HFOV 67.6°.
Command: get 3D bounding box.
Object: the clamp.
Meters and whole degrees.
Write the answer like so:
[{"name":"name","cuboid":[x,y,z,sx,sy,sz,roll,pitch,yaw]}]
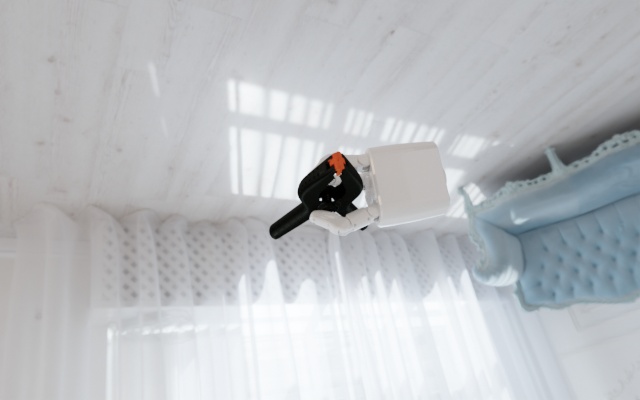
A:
[{"name":"clamp","cuboid":[0.001,0.003,0.706,0.164,0.036,0.210,-9,-29,-6]}]
